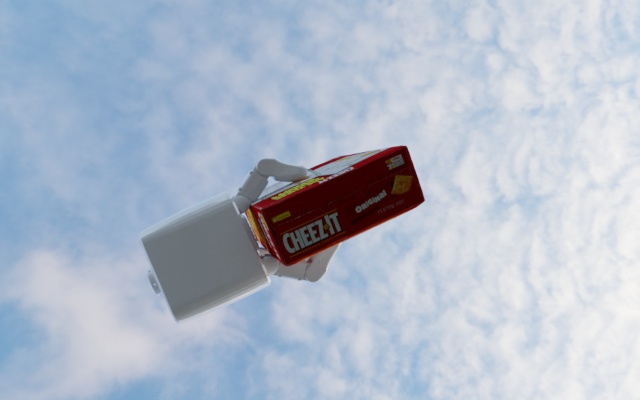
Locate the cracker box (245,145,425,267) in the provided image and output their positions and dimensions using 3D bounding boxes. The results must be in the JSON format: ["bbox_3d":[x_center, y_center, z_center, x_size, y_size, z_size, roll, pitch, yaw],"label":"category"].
[{"bbox_3d":[0.000,0.002,0.569,0.164,0.072,0.213,-25,9,-13],"label":"cracker box"}]
